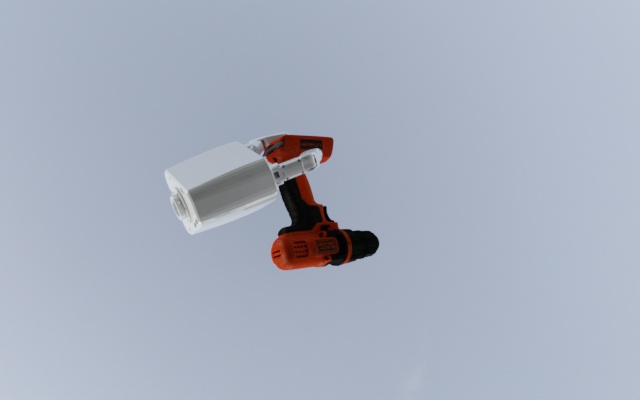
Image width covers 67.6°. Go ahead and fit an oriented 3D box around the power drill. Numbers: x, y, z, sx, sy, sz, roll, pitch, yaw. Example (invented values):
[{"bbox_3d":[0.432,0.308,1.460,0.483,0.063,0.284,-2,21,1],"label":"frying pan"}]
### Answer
[{"bbox_3d":[0.000,0.002,0.684,0.184,0.187,0.057,-2,-17,-42],"label":"power drill"}]
